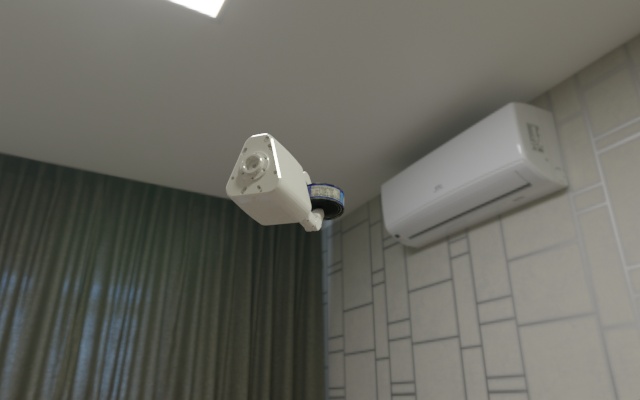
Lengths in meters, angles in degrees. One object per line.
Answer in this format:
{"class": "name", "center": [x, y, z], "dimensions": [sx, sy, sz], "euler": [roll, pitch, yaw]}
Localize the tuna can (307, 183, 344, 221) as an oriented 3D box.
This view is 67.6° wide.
{"class": "tuna can", "center": [0.000, 0.002, 0.857], "dimensions": [0.086, 0.033, 0.086], "euler": [2, -28, 1]}
